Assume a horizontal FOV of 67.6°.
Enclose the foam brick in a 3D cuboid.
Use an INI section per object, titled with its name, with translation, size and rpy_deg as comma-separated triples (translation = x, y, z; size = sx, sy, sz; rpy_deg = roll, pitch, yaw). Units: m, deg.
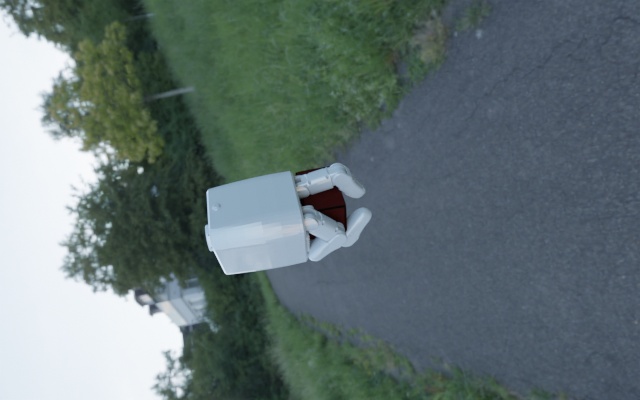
[foam brick]
translation = 0.000, 0.002, 0.612
size = 0.051, 0.053, 0.078
rpy_deg = -11, 44, -6
